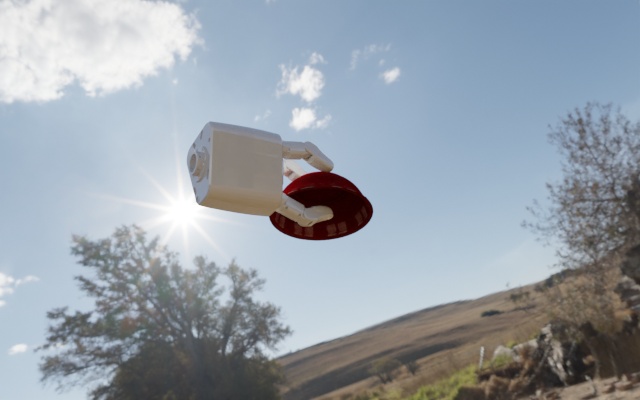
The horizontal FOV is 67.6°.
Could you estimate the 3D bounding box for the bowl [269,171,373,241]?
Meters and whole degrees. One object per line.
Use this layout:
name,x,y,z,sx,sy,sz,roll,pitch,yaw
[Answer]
bowl,0.001,0.003,0.752,0.162,0.055,0.162,-2,-33,-1
